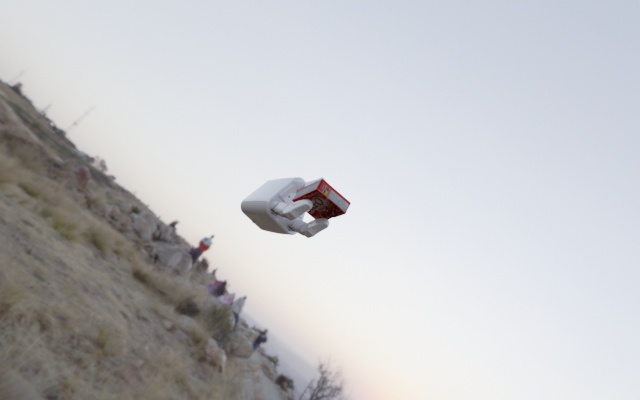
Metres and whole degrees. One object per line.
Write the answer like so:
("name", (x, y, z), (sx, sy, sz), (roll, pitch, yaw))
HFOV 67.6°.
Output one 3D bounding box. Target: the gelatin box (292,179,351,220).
("gelatin box", (0.001, 0.002, 0.882), (0.073, 0.030, 0.089), (40, -33, -20))
